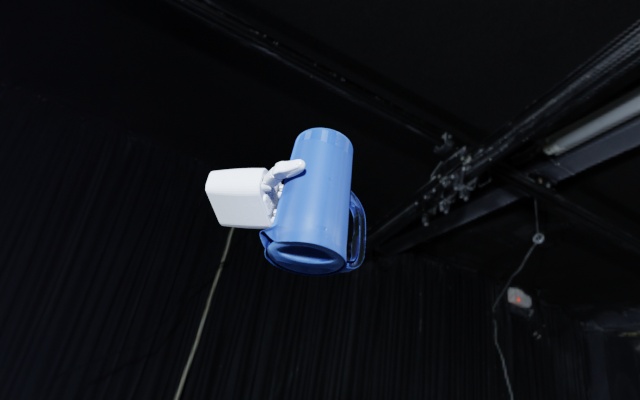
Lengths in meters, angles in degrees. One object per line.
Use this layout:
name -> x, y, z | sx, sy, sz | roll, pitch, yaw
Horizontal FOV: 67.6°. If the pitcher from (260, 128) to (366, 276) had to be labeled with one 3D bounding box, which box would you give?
pitcher -> 0.000, 0.003, 0.826 | 0.145, 0.242, 0.149 | -1, -32, 18
